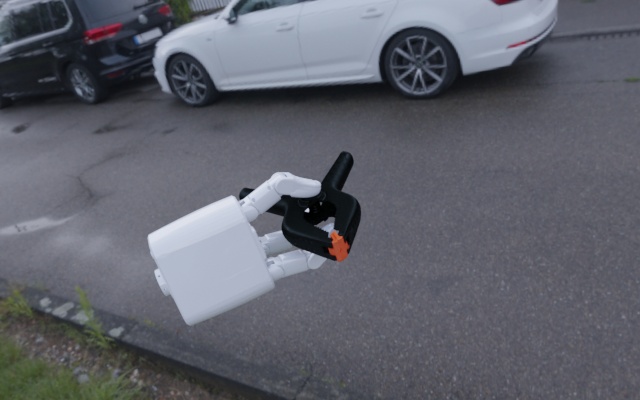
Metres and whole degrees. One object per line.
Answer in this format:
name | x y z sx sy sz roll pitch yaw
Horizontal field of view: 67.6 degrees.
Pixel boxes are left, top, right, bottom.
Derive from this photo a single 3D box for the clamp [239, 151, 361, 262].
clamp | 0.000 0.002 0.582 0.164 0.036 0.210 -26 31 -12
